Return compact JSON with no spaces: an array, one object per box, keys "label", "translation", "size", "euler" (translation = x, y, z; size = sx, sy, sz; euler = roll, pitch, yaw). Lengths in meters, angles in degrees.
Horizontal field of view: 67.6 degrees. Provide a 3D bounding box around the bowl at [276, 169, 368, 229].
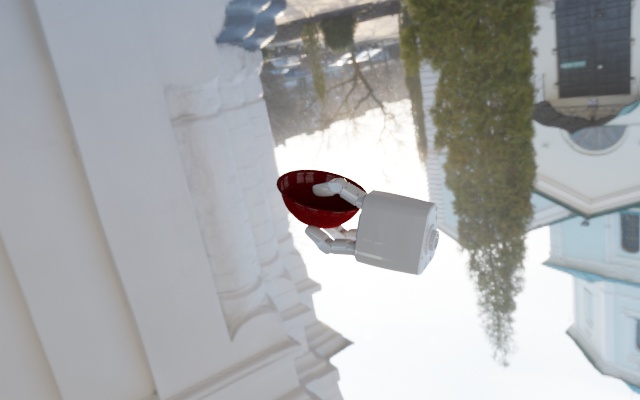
[{"label":"bowl","translation":[-0.001,0.003,0.831],"size":[0.162,0.055,0.162],"euler":[9,27,-5]}]
